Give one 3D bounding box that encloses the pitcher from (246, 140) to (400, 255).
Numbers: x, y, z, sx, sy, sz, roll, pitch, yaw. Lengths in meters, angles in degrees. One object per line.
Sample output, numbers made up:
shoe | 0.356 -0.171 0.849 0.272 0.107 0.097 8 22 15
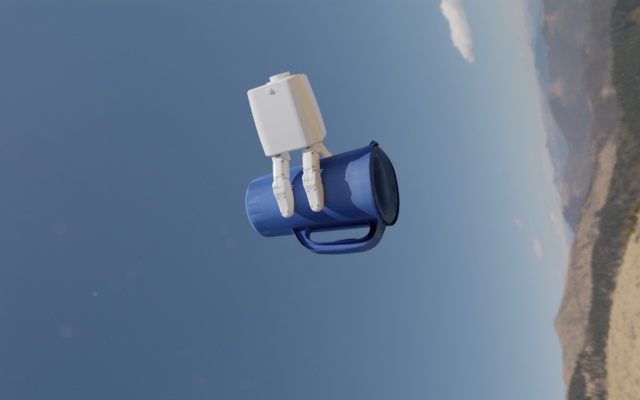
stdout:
pitcher | 0.000 0.002 0.790 0.243 0.145 0.149 -11 16 26
